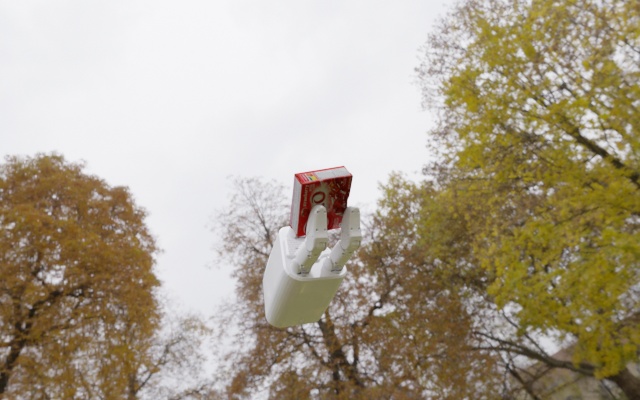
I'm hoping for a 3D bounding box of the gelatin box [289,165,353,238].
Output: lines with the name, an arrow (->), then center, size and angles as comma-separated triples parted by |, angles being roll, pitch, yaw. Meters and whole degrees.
gelatin box -> 0.000, 0.002, 0.631 | 0.073, 0.089, 0.030 | -10, 39, -24
